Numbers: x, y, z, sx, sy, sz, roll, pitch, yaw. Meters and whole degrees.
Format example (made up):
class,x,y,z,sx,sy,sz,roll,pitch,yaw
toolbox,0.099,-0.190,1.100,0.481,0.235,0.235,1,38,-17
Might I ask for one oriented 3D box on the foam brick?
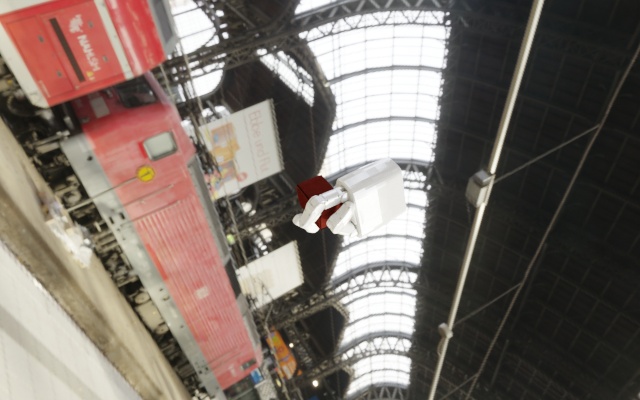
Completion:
class,x,y,z,sx,sy,sz,roll,pitch,yaw
foam brick,0.000,0.003,0.845,0.051,0.053,0.078,-27,53,-18
